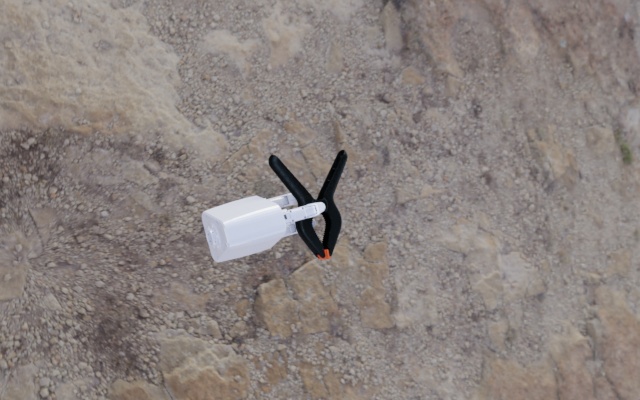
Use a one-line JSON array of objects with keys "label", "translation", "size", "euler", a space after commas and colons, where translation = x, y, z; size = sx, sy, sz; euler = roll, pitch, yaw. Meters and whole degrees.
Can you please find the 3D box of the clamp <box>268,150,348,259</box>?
[{"label": "clamp", "translation": [0.000, 0.003, 0.894], "size": [0.164, 0.210, 0.036], "euler": [-15, 2, -29]}]
